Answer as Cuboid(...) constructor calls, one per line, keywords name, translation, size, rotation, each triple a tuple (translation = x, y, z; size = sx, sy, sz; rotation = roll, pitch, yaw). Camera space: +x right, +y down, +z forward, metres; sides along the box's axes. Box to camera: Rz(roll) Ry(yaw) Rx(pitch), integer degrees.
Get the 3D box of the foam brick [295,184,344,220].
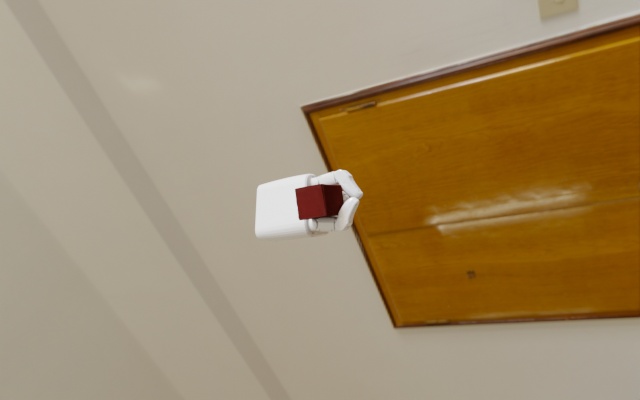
Cuboid(name="foam brick", translation=(0.000, 0.002, 0.779), size=(0.051, 0.053, 0.078), rotation=(-8, -4, 25))
